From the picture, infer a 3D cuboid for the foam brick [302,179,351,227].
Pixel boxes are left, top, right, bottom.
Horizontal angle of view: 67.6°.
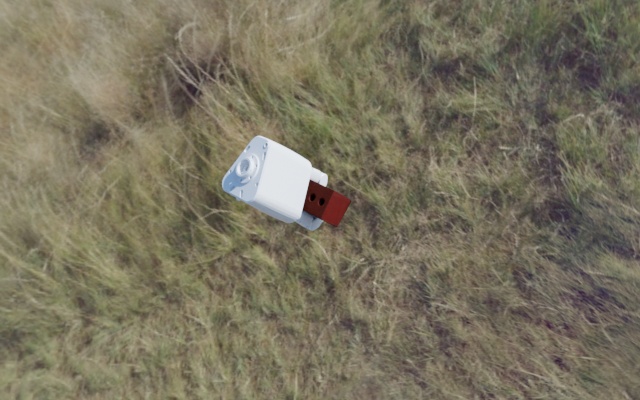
[{"bbox_3d":[0.000,0.003,0.807,0.078,0.053,0.051,25,-2,40],"label":"foam brick"}]
